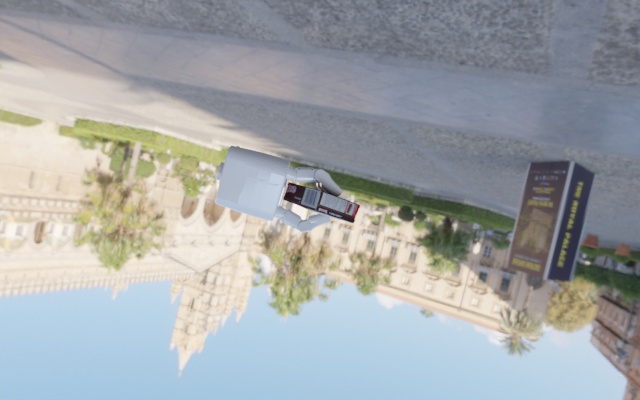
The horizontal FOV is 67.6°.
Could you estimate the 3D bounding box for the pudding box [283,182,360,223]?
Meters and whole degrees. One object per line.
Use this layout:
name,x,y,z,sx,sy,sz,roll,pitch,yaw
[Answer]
pudding box,0.000,0.003,0.846,0.090,0.039,0.113,18,1,-35
